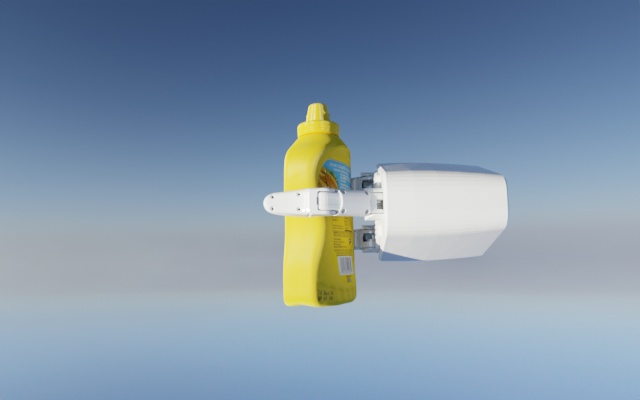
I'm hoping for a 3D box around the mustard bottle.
[{"bbox_3d":[0.000,0.002,0.458,0.058,0.191,0.096,-4,-8,27],"label":"mustard bottle"}]
